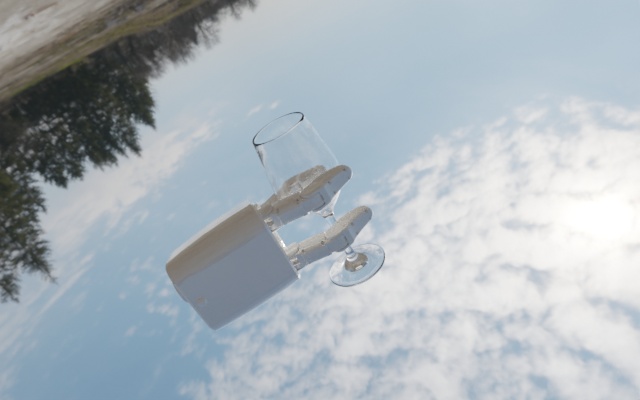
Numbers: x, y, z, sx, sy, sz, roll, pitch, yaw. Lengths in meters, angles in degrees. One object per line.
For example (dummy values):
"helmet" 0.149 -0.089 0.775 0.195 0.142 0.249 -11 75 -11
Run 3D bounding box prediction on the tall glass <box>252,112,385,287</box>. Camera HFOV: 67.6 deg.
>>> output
"tall glass" 0.000 0.002 0.540 0.079 0.201 0.079 -23 27 13
